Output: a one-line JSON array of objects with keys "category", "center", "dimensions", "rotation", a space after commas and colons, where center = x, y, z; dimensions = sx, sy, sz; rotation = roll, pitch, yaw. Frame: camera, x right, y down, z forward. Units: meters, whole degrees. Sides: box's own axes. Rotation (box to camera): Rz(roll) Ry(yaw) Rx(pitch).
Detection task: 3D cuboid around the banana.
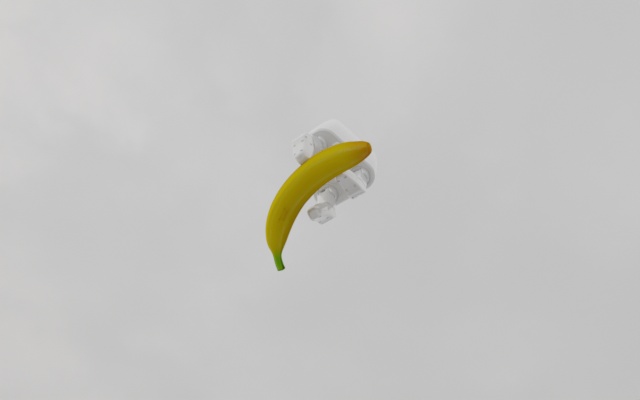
[{"category": "banana", "center": [-0.016, -0.007, 0.594], "dimensions": [0.069, 0.198, 0.037], "rotation": [40, 18, 13]}]
